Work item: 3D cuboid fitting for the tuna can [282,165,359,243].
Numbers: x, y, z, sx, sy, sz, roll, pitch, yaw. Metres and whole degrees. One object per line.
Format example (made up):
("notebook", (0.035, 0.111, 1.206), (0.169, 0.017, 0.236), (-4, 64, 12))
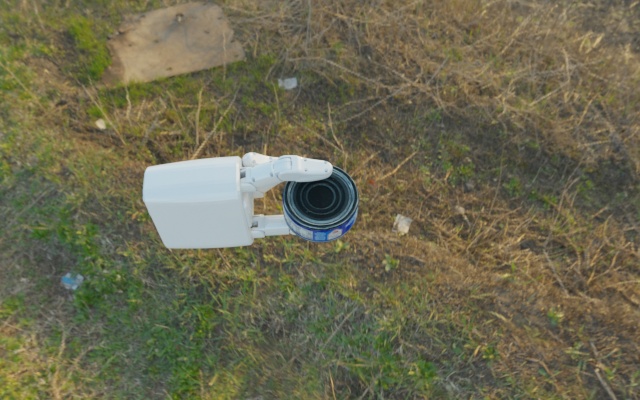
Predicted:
("tuna can", (0.000, 0.001, 0.534), (0.086, 0.086, 0.034), (0, -29, -1))
